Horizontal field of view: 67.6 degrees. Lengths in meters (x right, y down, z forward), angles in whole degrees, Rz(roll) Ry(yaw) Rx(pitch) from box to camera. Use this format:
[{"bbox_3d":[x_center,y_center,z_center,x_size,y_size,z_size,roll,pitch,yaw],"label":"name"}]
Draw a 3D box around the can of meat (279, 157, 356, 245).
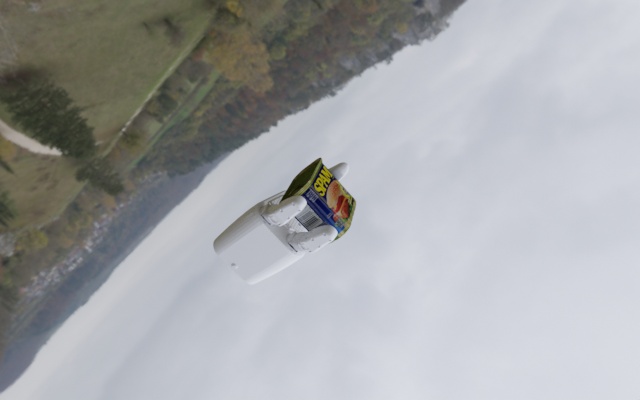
[{"bbox_3d":[0.000,0.002,0.651,0.057,0.084,0.102,-35,15,27],"label":"can of meat"}]
